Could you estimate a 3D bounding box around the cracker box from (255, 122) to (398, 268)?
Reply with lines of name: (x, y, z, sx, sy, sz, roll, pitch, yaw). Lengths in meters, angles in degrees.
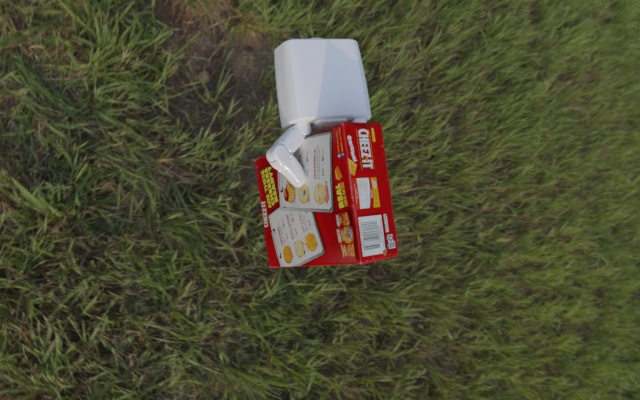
cracker box: (0.000, 0.002, 0.635, 0.072, 0.164, 0.214, -5, -5, -35)
